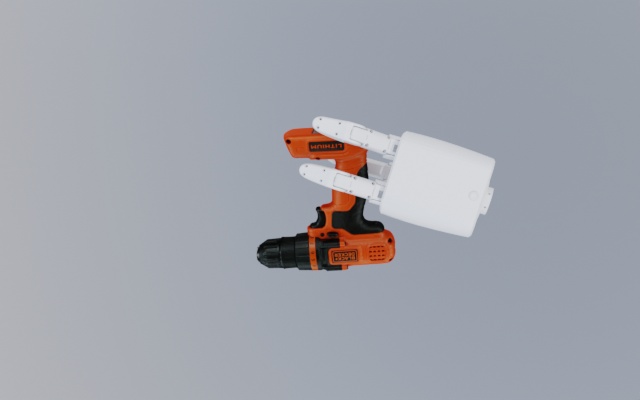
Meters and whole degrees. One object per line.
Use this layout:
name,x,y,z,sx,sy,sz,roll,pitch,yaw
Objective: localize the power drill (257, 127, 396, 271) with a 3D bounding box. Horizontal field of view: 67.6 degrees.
power drill,0.000,0.002,0.611,0.184,0.188,0.057,-4,20,3
